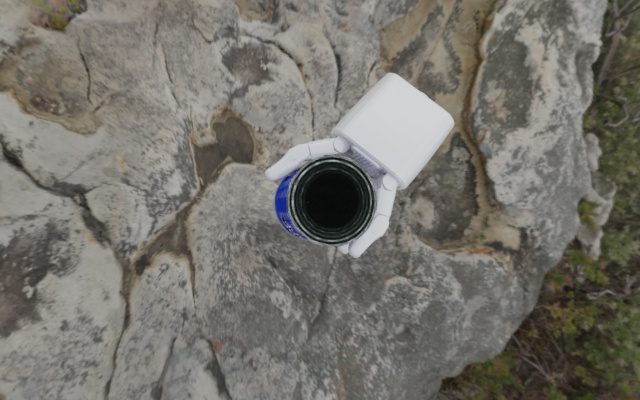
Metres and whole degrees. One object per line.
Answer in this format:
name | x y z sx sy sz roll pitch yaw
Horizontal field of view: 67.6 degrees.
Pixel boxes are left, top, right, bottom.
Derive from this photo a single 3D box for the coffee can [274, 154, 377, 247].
coffee can | 0.000 0.002 0.592 0.103 0.103 0.140 0 -1 -11
